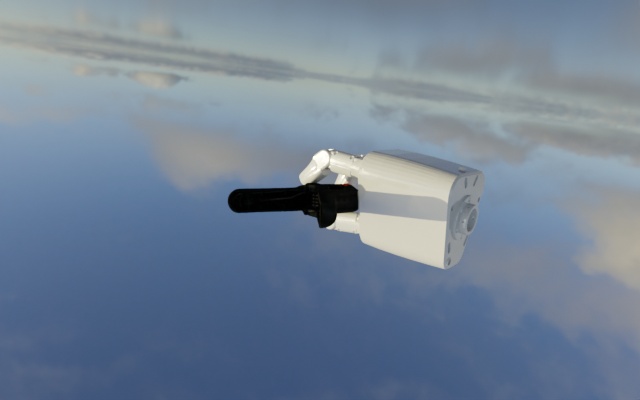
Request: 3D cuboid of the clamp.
[{"bbox_3d":[0.000,0.002,0.516,0.120,0.039,0.171,18,17,36],"label":"clamp"}]
